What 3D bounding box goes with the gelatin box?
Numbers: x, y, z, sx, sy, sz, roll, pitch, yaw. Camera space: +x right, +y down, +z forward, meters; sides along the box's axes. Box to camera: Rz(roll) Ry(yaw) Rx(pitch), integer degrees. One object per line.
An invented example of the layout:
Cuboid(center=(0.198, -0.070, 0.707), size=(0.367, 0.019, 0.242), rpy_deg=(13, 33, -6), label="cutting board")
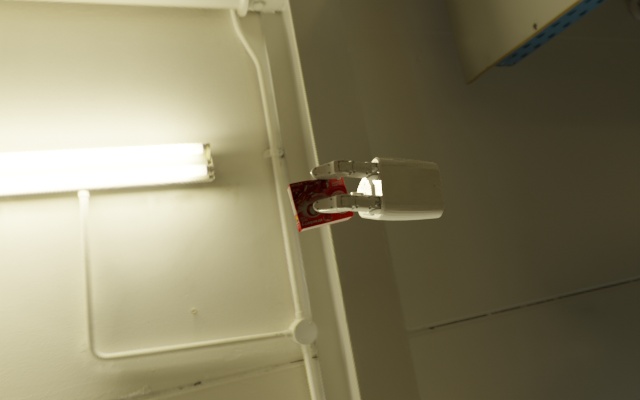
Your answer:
Cuboid(center=(0.000, 0.003, 0.743), size=(0.089, 0.073, 0.030), rpy_deg=(-13, -11, -15), label="gelatin box")
